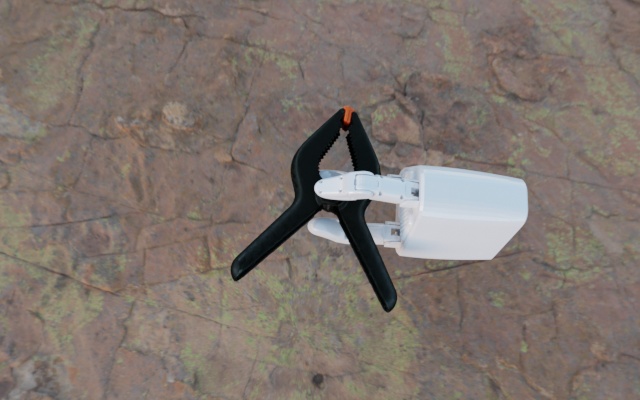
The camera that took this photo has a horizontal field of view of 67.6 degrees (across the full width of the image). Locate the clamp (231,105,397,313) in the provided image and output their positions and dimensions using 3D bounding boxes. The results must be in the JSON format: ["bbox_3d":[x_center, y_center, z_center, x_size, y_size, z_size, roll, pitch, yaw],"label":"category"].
[{"bbox_3d":[0.000,0.001,0.488,0.164,0.210,0.036,6,-15,-4],"label":"clamp"}]
